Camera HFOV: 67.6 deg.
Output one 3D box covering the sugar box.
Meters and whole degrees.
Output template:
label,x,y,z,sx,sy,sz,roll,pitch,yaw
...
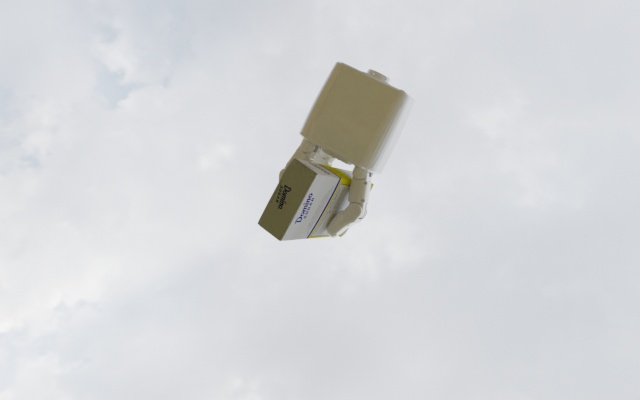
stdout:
label,x,y,z,sx,sy,sz,roll,pitch,yaw
sugar box,0.000,0.002,0.620,0.048,0.093,0.176,35,13,26
